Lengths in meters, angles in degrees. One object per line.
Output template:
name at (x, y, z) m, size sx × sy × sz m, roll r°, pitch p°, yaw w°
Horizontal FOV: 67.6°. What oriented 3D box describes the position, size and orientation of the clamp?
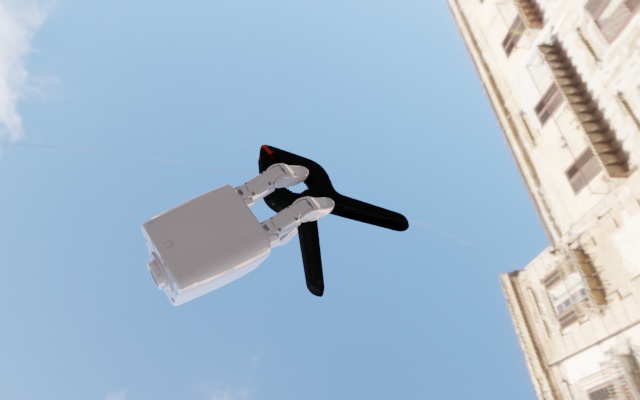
clamp at (-0.001, 0.002, 0.603) m, size 0.164 × 0.210 × 0.036 m, roll -25°, pitch -27°, yaw -30°
